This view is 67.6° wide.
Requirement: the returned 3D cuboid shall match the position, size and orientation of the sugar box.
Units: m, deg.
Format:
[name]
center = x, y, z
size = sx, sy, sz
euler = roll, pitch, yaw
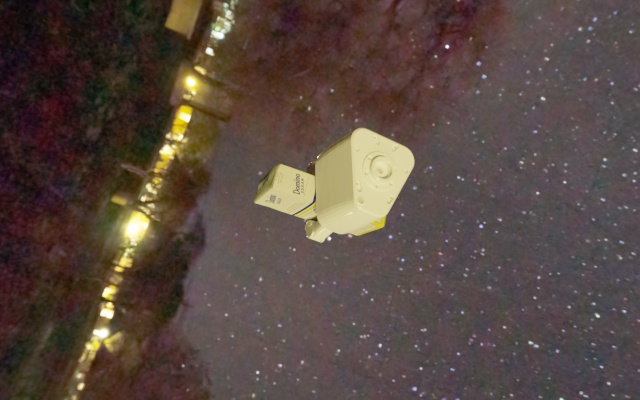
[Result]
[sugar box]
center = 0.000, 0.002, 0.706
size = 0.176, 0.048, 0.093
euler = 21, -20, -18
